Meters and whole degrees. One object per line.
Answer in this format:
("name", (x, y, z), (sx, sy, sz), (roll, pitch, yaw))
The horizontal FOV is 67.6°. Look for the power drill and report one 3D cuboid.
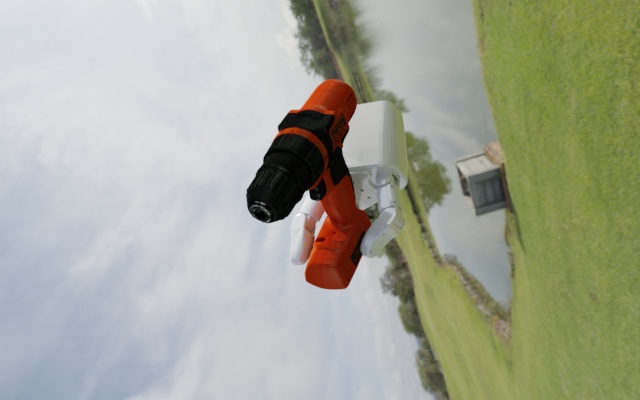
("power drill", (0.000, 0.002, 0.470), (0.057, 0.188, 0.184), (9, 45, 23))
